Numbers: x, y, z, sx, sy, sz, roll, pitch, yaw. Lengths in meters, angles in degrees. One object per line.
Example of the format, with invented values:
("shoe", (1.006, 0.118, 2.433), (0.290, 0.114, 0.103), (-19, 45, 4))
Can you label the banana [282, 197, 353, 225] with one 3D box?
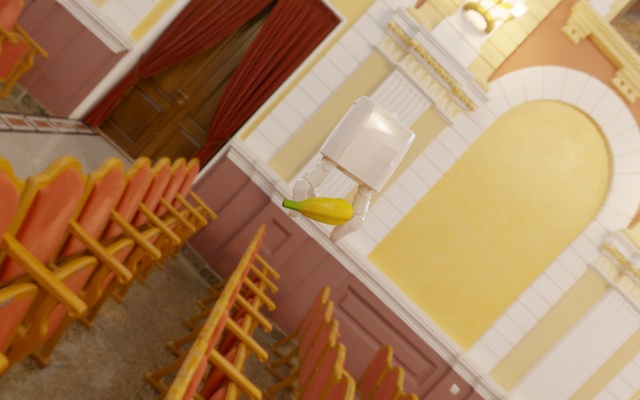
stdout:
("banana", (0.015, 0.011, 0.702), (0.069, 0.037, 0.198), (28, 6, 18))
